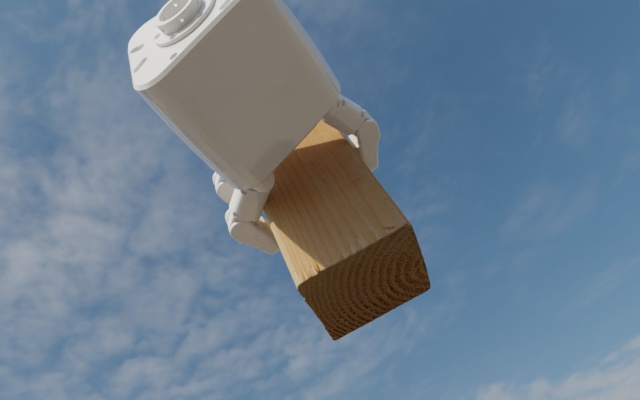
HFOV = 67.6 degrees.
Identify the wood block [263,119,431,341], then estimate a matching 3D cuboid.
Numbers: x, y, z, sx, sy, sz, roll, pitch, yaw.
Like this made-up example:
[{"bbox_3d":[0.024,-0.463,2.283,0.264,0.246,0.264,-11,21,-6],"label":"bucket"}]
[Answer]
[{"bbox_3d":[0.000,0.001,0.420,0.091,0.090,0.206,-28,45,-1],"label":"wood block"}]
